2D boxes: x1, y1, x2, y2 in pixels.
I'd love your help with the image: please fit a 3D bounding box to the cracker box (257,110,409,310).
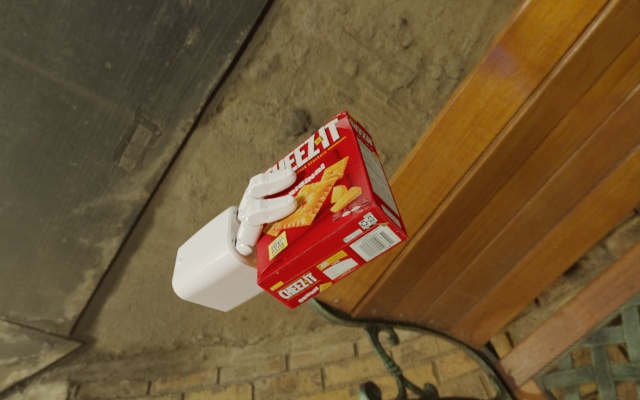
[{"bbox_3d":[0.000,0.002,0.591,0.164,0.213,0.072,-35,-56,18],"label":"cracker box"}]
